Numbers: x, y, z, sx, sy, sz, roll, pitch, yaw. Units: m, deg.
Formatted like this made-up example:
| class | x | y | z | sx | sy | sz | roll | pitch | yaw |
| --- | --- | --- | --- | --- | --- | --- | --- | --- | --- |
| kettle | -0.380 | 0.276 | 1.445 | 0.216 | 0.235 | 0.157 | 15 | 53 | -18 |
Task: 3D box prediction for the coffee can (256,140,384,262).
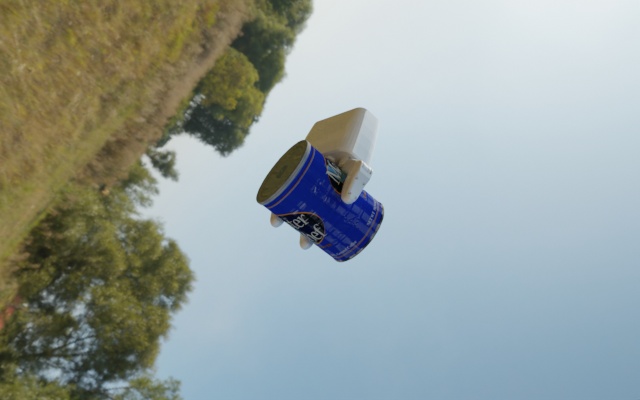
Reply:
| class | x | y | z | sx | sy | sz | roll | pitch | yaw |
| --- | --- | --- | --- | --- | --- | --- | --- | --- | --- |
| coffee can | 0.000 | 0.002 | 0.639 | 0.140 | 0.102 | 0.103 | 39 | -15 | -20 |
